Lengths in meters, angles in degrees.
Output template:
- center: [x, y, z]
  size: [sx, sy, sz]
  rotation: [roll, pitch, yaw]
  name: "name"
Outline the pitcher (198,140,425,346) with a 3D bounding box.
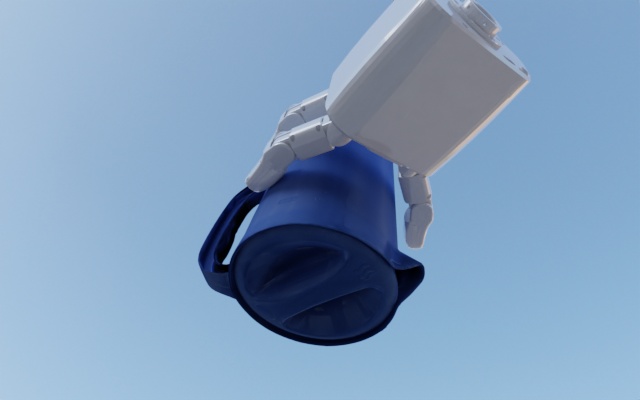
- center: [0.000, 0.001, 0.454]
  size: [0.149, 0.145, 0.242]
  rotation: [32, 35, -14]
  name: "pitcher"
